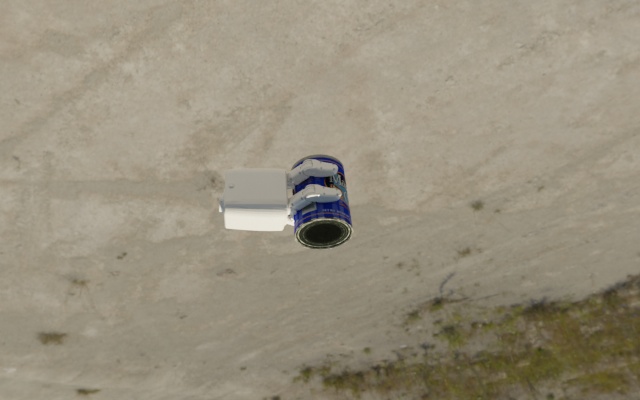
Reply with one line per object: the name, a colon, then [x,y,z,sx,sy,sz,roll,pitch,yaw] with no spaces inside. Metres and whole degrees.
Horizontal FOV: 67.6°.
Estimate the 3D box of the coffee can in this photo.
coffee can: [0.000,0.003,0.860,0.103,0.140,0.103,-4,-36,-3]
